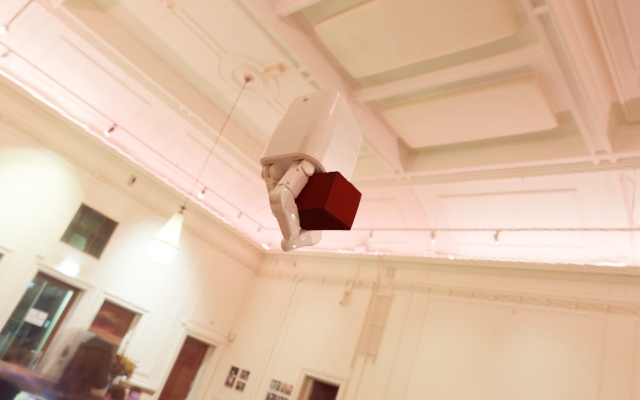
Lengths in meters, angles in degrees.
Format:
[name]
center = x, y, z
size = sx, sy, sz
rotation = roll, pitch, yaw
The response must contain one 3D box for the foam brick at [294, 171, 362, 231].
[foam brick]
center = 0.000, 0.002, 0.566
size = 0.078, 0.051, 0.053
rotation = -3, -34, 44
